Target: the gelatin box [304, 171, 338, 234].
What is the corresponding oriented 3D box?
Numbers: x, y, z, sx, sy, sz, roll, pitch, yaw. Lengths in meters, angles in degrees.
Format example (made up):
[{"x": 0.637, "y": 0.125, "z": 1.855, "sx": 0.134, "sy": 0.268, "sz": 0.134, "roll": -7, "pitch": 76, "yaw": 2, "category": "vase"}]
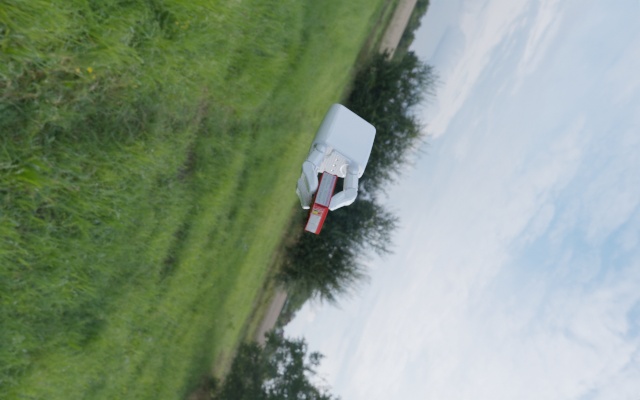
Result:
[{"x": 0.001, "y": 0.003, "z": 0.850, "sx": 0.030, "sy": 0.089, "sz": 0.073, "roll": 18, "pitch": -45, "yaw": -3, "category": "gelatin box"}]
